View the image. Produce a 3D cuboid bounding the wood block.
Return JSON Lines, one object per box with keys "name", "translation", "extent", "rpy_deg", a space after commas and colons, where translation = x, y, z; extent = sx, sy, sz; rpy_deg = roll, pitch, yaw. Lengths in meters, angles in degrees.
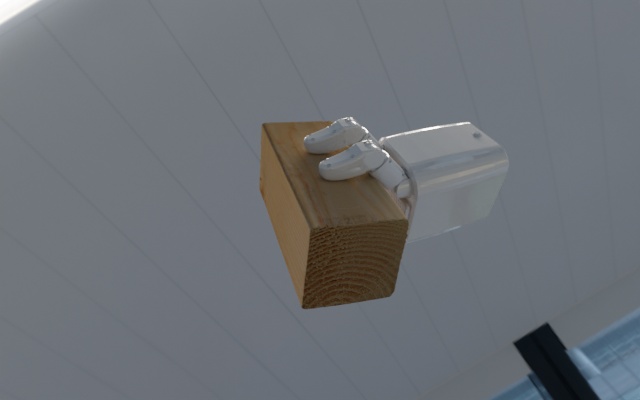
{"name": "wood block", "translation": [0.000, 0.002, 0.489], "extent": [0.090, 0.091, 0.206], "rpy_deg": [-5, 33, -16]}
